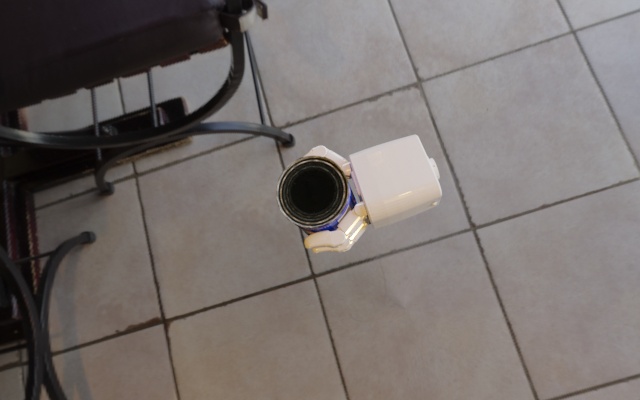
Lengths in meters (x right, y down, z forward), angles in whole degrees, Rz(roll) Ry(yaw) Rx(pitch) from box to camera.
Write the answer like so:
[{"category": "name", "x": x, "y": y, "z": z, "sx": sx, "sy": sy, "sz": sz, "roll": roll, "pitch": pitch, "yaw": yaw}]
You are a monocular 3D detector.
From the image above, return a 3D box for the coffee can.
[{"category": "coffee can", "x": 0.000, "y": 0.002, "z": 0.717, "sx": 0.103, "sy": 0.102, "sz": 0.140, "roll": 0, "pitch": -12, "yaw": 10}]
